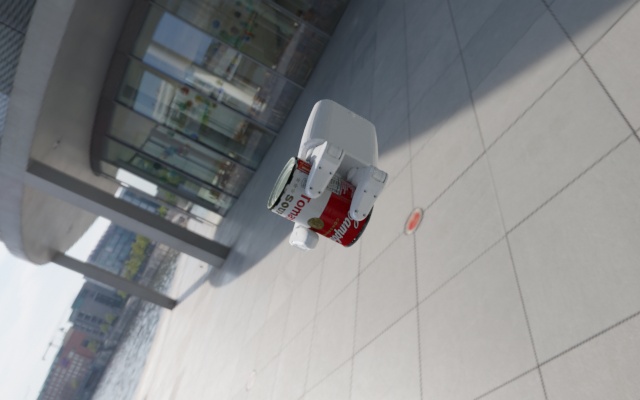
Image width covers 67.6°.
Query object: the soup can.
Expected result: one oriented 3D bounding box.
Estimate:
[{"bbox_3d":[0.000,0.002,0.541,0.102,0.068,0.068,27,-7,-14],"label":"soup can"}]
